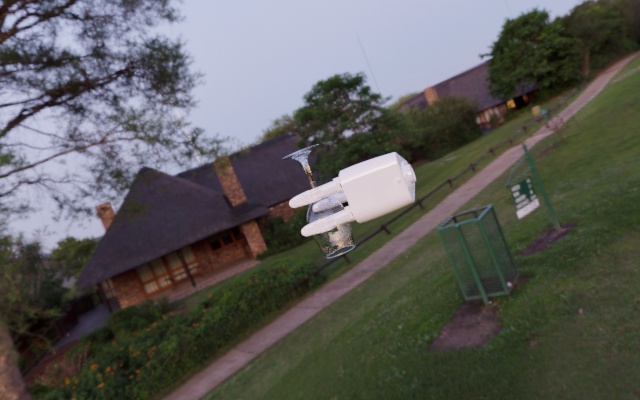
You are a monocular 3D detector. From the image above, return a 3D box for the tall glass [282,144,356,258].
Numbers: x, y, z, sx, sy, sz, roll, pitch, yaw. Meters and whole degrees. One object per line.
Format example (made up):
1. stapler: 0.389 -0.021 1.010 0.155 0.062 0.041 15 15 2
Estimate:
1. tall glass: 0.000 0.002 0.880 0.079 0.201 0.079 -22 3 1
